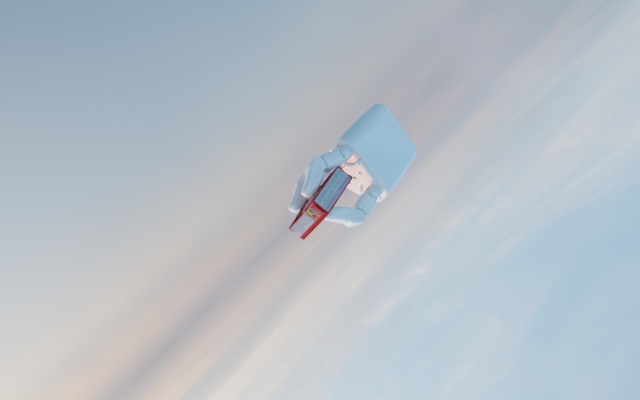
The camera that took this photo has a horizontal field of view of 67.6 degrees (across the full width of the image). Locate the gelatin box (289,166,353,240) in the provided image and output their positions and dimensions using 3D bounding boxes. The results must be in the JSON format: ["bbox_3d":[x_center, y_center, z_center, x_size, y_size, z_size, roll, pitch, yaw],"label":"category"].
[{"bbox_3d":[0.000,0.003,0.660,0.073,0.030,0.089,-47,7,46],"label":"gelatin box"}]
